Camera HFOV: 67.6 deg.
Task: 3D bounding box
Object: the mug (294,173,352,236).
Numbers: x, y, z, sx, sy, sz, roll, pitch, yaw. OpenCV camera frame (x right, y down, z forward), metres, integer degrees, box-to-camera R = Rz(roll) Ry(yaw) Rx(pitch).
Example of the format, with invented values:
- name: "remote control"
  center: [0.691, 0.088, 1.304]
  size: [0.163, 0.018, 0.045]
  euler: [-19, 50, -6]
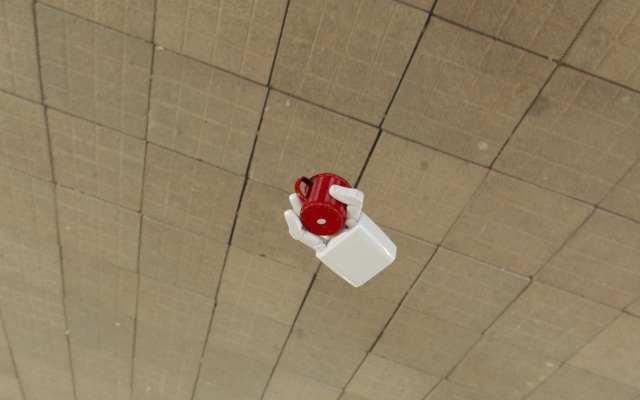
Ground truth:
- name: "mug"
  center: [-0.001, 0.002, 0.862]
  size: [0.117, 0.081, 0.093]
  euler: [42, -54, -20]
